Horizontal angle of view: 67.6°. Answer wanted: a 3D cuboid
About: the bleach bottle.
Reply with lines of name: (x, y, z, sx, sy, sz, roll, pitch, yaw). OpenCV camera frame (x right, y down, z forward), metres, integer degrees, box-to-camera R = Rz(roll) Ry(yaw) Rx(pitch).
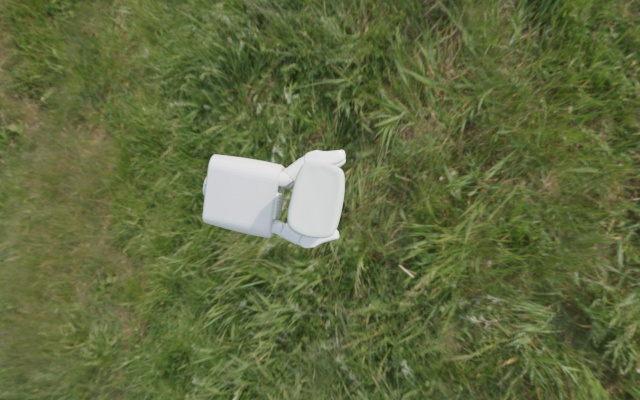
bleach bottle: (0.000, 0.002, 0.734, 0.068, 0.102, 0.251, 12, -2, 3)
